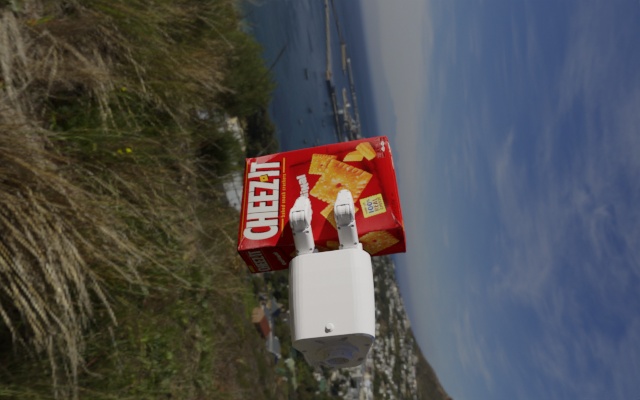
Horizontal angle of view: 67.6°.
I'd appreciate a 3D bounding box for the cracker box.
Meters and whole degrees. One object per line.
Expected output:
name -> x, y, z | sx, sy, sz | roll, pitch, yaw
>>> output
cracker box -> 0.000, 0.002, 0.660 | 0.214, 0.164, 0.072 | -8, -38, 8
